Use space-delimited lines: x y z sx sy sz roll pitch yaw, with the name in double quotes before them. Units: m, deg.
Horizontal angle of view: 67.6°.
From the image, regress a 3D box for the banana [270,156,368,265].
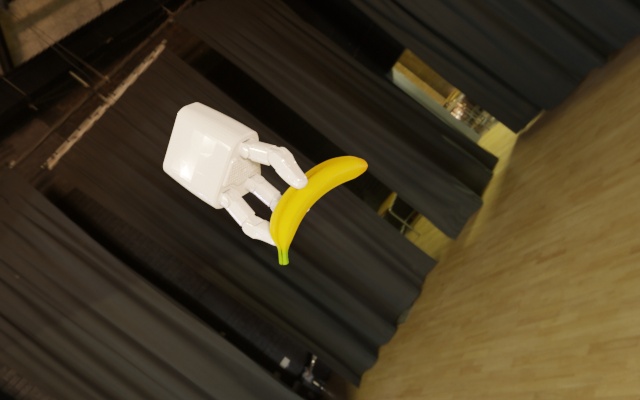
"banana" -0.008 -0.008 0.642 0.037 0.197 0.070 22 -30 39
